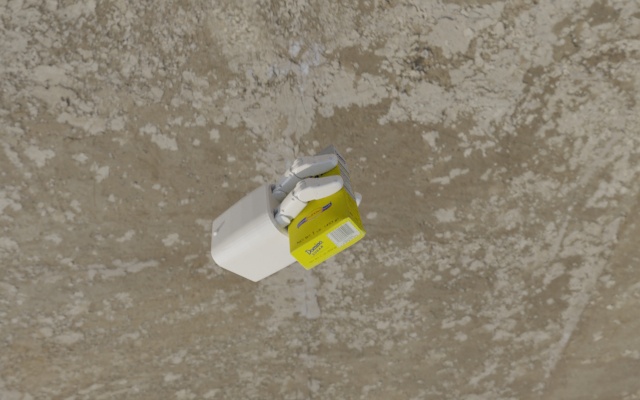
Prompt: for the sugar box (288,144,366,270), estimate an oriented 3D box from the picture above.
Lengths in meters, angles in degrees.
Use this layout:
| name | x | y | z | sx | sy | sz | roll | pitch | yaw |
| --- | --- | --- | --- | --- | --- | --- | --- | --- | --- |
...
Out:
| name | x | y | z | sx | sy | sz | roll | pitch | yaw |
| --- | --- | --- | --- | --- | --- | --- | --- | --- | --- |
| sugar box | 0.000 | 0.002 | 0.654 | 0.093 | 0.176 | 0.048 | -32 | -54 | 15 |
